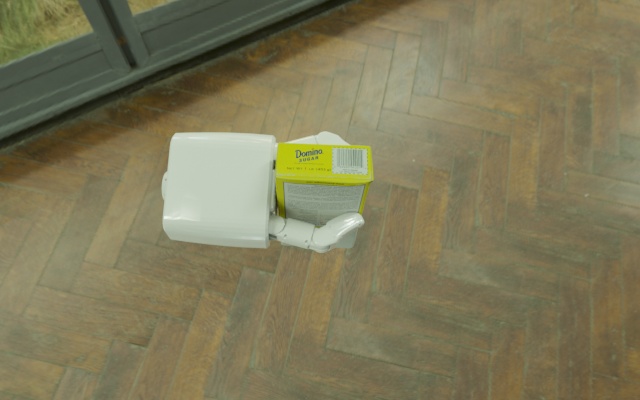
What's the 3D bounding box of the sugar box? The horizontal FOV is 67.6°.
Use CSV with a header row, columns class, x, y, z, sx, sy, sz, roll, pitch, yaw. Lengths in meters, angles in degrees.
class,x,y,z,sx,sy,sz,roll,pitch,yaw
sugar box,0.000,0.001,0.528,0.093,0.048,0.176,3,-24,-2
